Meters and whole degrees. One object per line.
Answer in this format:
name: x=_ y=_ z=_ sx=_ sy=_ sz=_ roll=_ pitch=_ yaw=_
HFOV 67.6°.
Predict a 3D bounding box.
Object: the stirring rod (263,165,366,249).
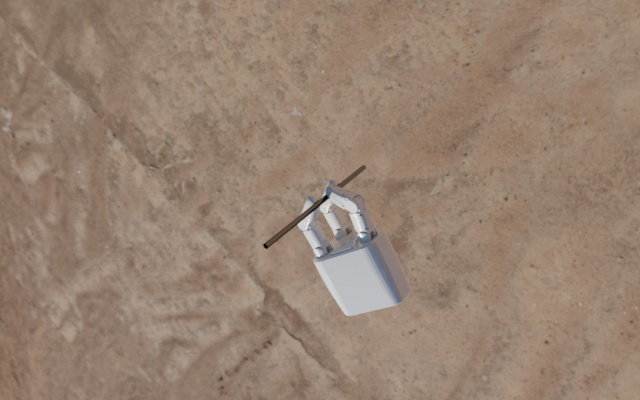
stirring rod: x=0.000 y=0.002 z=0.681 sx=0.011 sy=0.011 sz=0.239 roll=0 pitch=27 yaw=41
